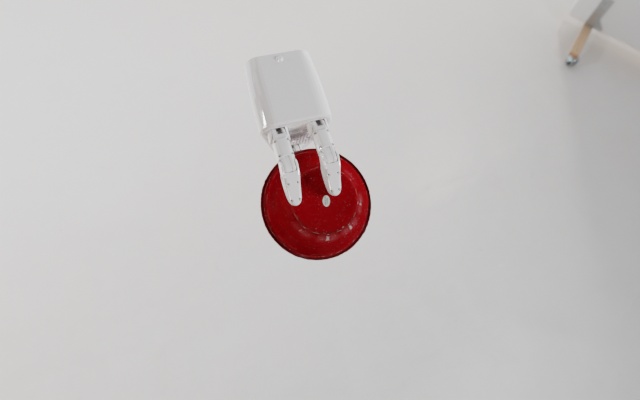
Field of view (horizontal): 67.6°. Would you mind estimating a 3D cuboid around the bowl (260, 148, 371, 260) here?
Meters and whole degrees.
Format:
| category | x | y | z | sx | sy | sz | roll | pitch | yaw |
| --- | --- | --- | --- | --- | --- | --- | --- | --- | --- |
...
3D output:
| category | x | y | z | sx | sy | sz | roll | pitch | yaw |
| --- | --- | --- | --- | --- | --- | --- | --- | --- | --- |
| bowl | 0.001 | 0.003 | 0.658 | 0.162 | 0.162 | 0.055 | 0 | -5 | -12 |
